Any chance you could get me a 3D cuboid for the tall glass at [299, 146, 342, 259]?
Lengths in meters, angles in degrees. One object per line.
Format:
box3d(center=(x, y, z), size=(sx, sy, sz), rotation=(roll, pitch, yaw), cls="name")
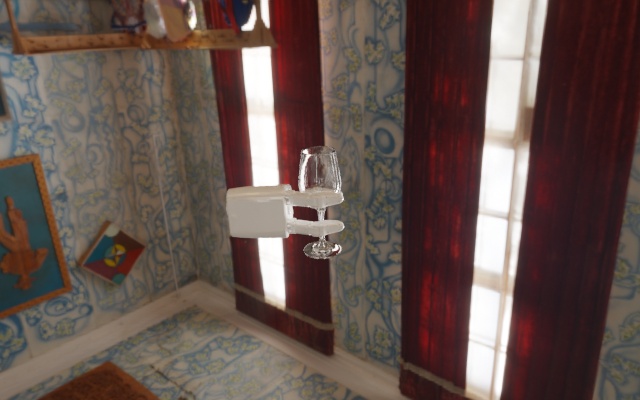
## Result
box3d(center=(0.000, 0.004, 0.893), size=(0.079, 0.201, 0.079), rotation=(-2, 20, 1), cls="tall glass")
